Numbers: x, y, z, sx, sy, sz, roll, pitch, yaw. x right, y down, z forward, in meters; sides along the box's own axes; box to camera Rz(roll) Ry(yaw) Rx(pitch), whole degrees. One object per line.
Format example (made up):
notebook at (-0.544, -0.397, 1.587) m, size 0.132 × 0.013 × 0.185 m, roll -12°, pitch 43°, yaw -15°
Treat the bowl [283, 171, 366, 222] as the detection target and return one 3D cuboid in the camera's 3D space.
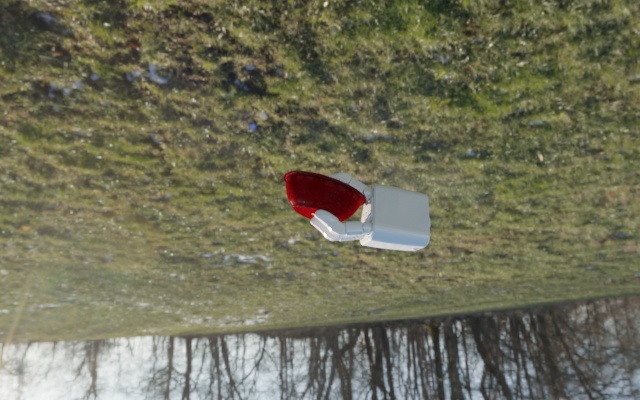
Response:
bowl at (-0.001, 0.003, 0.886) m, size 0.162 × 0.055 × 0.162 m, roll 17°, pitch -15°, yaw 5°
